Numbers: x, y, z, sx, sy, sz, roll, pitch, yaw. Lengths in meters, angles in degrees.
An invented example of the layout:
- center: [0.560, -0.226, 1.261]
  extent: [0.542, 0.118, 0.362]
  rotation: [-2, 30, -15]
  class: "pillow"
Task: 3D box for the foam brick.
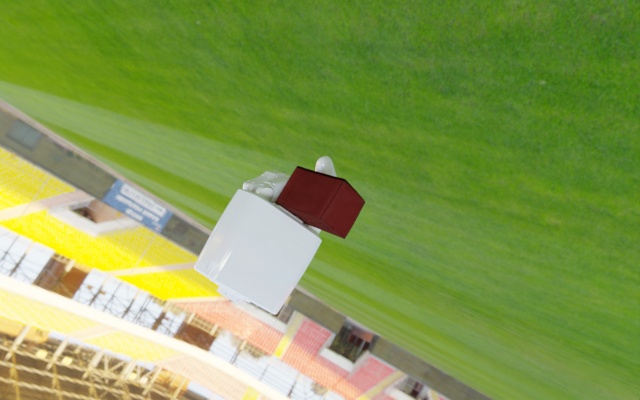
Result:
- center: [0.000, 0.002, 0.538]
  extent: [0.078, 0.051, 0.053]
  rotation: [18, -17, 43]
  class: "foam brick"
